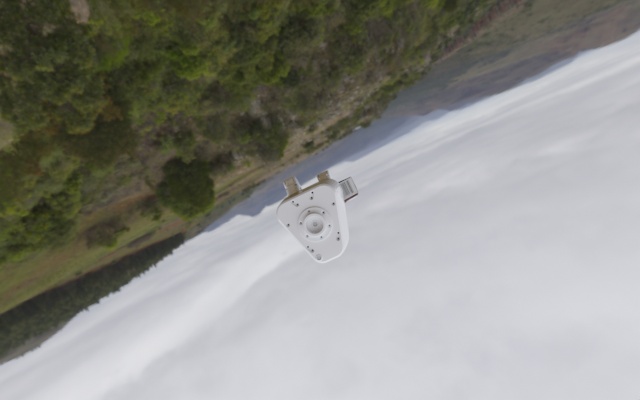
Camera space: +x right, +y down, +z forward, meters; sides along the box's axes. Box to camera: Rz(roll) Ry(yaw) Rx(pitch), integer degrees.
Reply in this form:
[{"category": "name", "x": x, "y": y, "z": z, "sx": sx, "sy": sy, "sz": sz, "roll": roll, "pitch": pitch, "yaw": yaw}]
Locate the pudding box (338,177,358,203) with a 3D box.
[{"category": "pudding box", "x": 0.000, "y": 0.003, "z": 0.851, "sx": 0.113, "sy": 0.039, "sz": 0.090, "roll": -26, "pitch": 3, "yaw": -22}]
